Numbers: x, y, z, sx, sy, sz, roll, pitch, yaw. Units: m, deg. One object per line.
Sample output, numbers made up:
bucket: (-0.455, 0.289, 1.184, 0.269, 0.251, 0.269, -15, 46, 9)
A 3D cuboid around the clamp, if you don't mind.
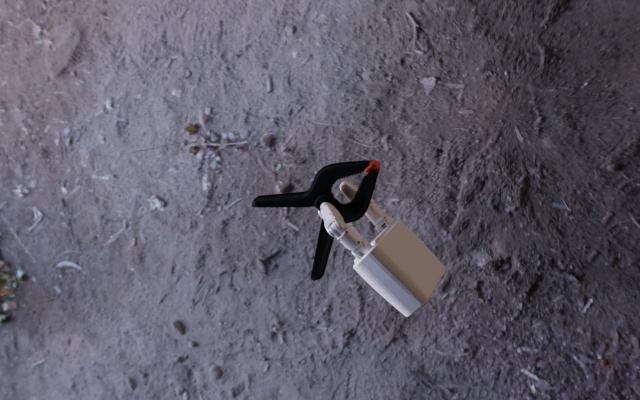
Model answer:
clamp: (0.000, 0.002, 0.732, 0.164, 0.210, 0.036, 44, 21, 4)
